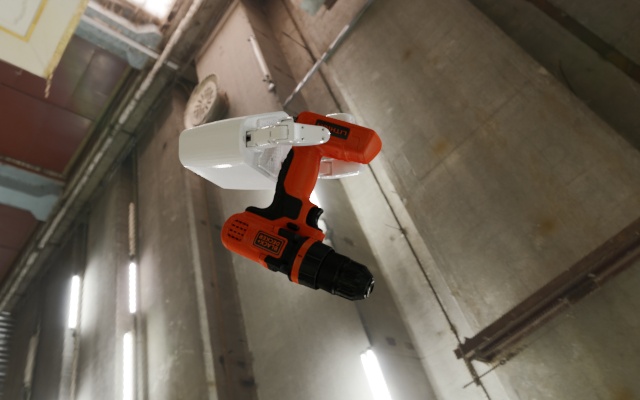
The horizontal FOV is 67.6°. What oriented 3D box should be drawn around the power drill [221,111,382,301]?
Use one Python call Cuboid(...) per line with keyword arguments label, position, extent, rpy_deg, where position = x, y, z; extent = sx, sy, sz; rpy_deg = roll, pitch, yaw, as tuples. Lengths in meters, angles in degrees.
Cuboid(label="power drill", position=(0.000, 0.001, 0.537), extent=(0.184, 0.187, 0.057), rpy_deg=(20, -15, 19))
